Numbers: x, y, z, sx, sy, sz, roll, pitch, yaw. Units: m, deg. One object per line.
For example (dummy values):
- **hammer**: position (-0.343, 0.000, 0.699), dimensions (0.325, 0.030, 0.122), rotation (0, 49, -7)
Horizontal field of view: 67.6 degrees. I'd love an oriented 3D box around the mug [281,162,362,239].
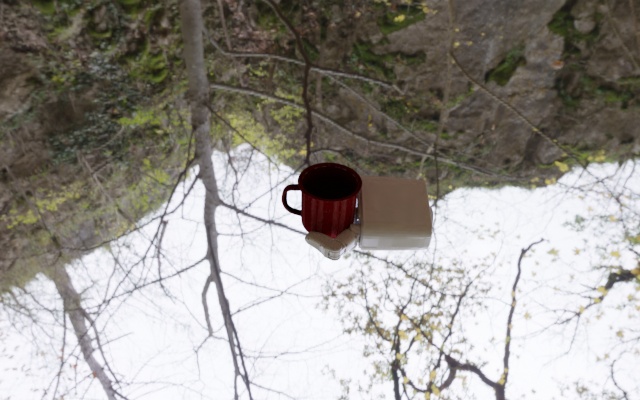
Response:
- **mug**: position (-0.001, 0.002, 0.709), dimensions (0.117, 0.082, 0.093), rotation (2, 40, -1)
